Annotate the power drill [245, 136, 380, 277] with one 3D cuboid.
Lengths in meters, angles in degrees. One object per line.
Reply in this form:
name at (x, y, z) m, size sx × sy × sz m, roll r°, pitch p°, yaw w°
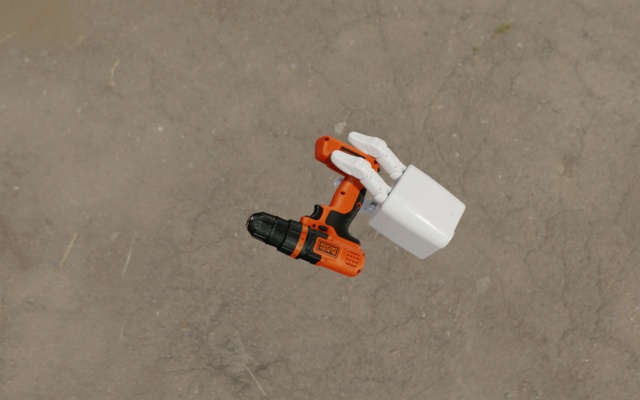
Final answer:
power drill at (0.001, 0.002, 0.715) m, size 0.184 × 0.187 × 0.057 m, roll 24°, pitch -16°, yaw -16°
